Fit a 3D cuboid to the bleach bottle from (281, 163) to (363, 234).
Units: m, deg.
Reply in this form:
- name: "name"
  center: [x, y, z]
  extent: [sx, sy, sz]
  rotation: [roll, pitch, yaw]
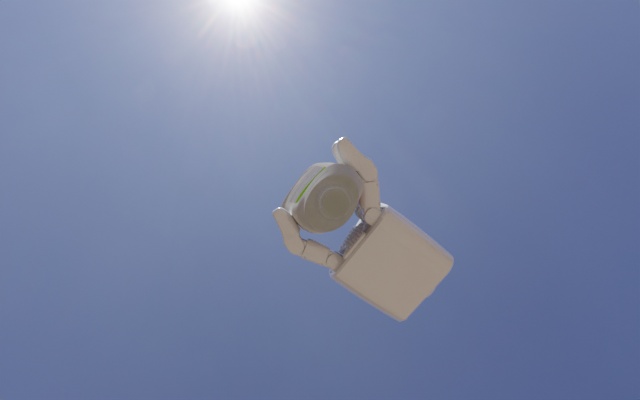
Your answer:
- name: "bleach bottle"
  center: [0.000, 0.002, 0.584]
  extent: [0.068, 0.102, 0.251]
  rotation: [35, 1, -6]
